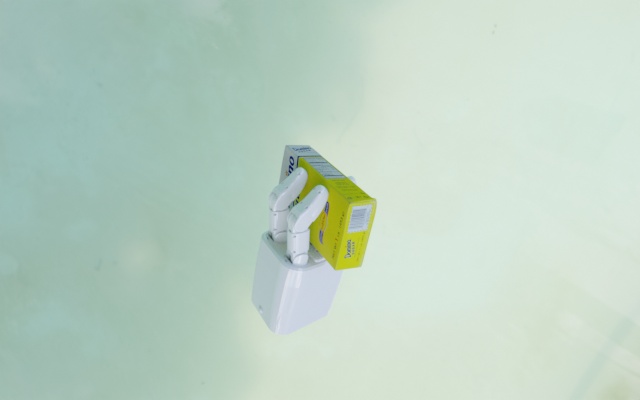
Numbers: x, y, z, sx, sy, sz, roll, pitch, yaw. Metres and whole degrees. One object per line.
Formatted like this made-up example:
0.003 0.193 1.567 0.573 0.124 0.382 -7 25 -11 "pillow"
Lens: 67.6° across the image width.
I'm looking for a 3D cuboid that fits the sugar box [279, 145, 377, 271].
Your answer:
0.000 0.002 0.613 0.048 0.093 0.176 -5 29 -32 "sugar box"
